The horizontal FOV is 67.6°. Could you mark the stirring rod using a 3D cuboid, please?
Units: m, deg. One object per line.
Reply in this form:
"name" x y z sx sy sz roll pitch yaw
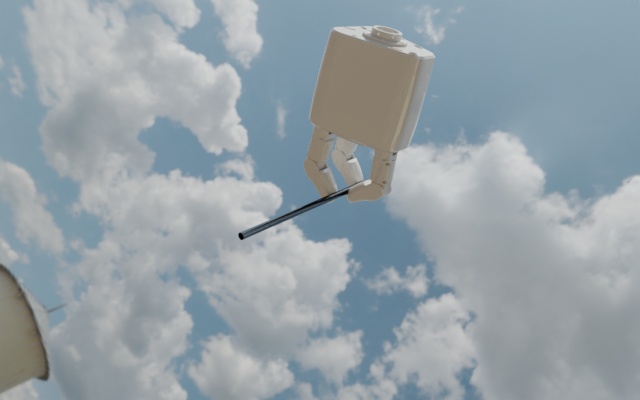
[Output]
"stirring rod" 0.000 0.002 0.550 0.011 0.011 0.239 0 16 42
